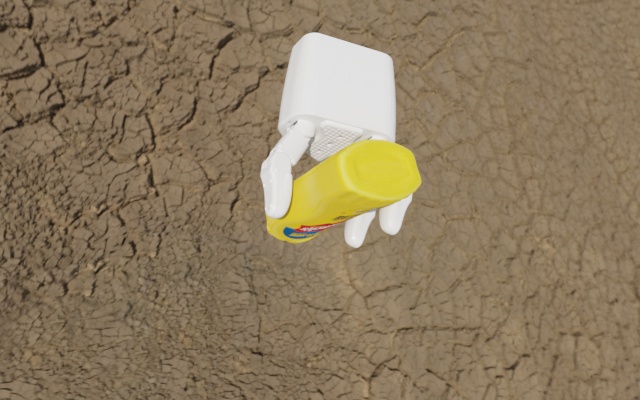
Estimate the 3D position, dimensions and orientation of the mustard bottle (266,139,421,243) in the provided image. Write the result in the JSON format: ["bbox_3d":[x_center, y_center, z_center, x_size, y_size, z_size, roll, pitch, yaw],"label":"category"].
[{"bbox_3d":[0.000,0.002,0.475,0.096,0.058,0.192,-8,-13,-39],"label":"mustard bottle"}]
